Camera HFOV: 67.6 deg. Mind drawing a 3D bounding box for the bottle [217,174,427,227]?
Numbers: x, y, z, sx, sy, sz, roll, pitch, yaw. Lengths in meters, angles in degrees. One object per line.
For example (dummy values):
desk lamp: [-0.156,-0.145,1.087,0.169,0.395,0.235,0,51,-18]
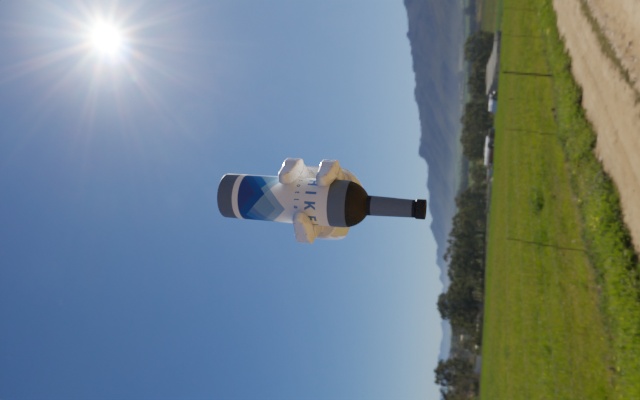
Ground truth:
bottle: [0.000,0.002,0.679,0.295,0.069,0.069,4,1,17]
